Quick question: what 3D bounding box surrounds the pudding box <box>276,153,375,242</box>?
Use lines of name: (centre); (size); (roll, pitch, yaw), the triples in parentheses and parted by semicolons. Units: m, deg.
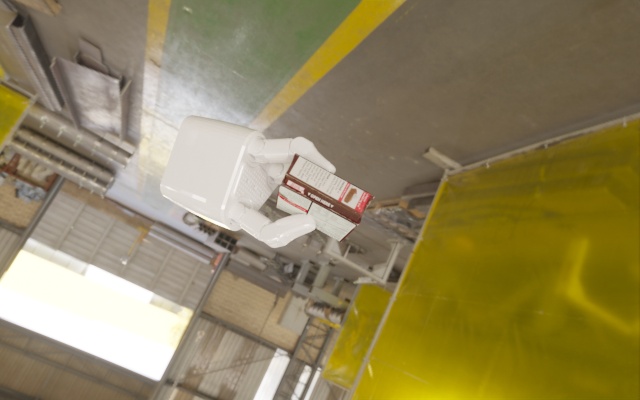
pudding box: (0.000, 0.002, 0.512); (0.090, 0.039, 0.113); (28, -14, 0)
